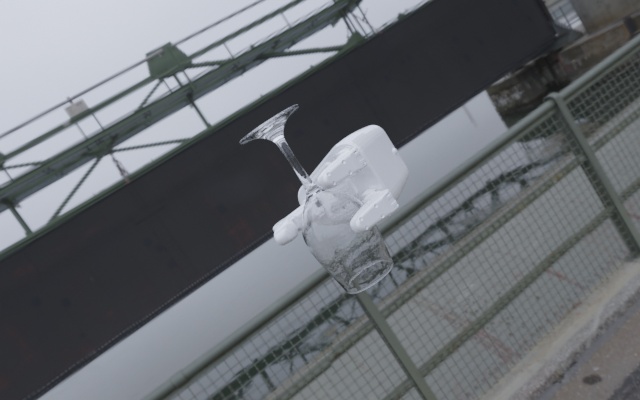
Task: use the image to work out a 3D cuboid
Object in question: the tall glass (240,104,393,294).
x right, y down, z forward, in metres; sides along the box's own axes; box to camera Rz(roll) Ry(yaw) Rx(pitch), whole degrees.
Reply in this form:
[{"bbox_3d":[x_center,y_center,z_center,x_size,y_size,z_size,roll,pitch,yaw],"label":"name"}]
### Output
[{"bbox_3d":[0.000,0.001,0.515,0.079,0.201,0.079,-33,6,4],"label":"tall glass"}]
